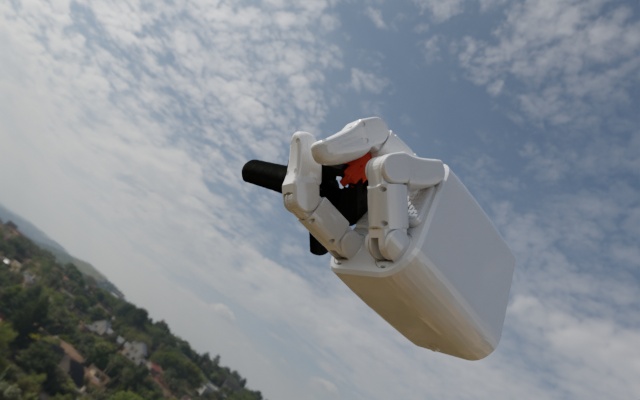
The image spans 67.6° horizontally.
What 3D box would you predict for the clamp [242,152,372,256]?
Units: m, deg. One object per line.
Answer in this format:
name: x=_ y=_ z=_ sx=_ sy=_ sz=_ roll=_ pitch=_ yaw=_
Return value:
clamp: x=0.000 y=0.001 z=0.423 sx=0.120 sy=0.039 sz=0.171 roll=46 pitch=-24 yaw=-18
